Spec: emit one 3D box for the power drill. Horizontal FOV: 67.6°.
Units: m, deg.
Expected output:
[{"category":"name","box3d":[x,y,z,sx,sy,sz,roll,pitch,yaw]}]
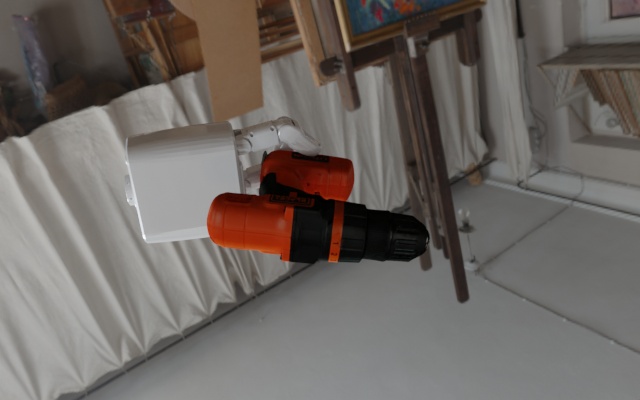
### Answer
[{"category":"power drill","box3d":[0.000,0.001,0.462,0.184,0.057,0.187,8,17,-1]}]
